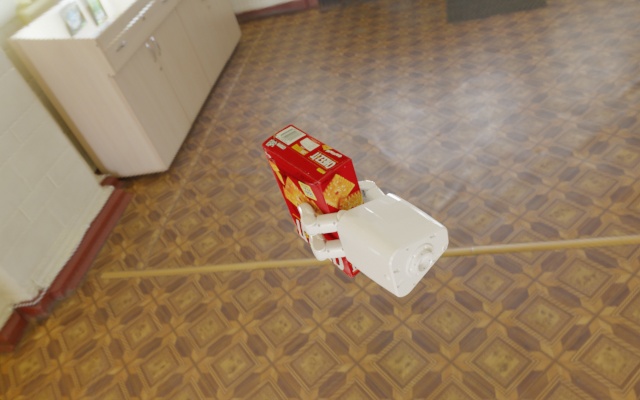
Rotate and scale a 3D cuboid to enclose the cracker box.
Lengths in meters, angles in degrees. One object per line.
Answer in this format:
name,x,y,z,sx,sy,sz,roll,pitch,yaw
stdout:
cracker box,0.000,0.002,0.773,0.072,0.214,0.164,-35,42,-19
